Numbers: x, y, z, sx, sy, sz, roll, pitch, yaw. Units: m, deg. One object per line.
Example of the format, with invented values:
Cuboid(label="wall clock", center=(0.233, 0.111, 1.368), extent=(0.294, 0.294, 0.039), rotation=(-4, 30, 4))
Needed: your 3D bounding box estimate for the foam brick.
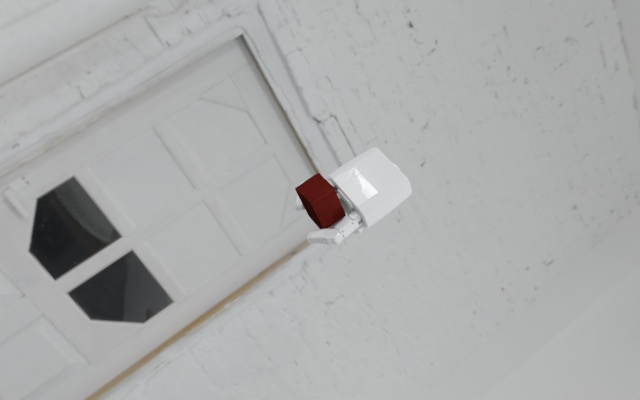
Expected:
Cuboid(label="foam brick", center=(0.000, 0.003, 0.818), extent=(0.051, 0.078, 0.053), rotation=(-34, 45, -9))
